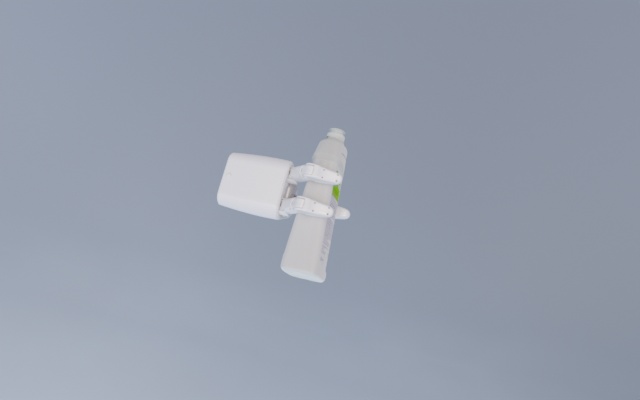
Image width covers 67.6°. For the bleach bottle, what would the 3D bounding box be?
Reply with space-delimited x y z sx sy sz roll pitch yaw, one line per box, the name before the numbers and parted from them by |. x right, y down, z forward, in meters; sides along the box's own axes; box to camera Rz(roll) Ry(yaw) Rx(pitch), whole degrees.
bleach bottle | 0.000 0.003 0.791 0.068 0.250 0.102 11 -15 11
